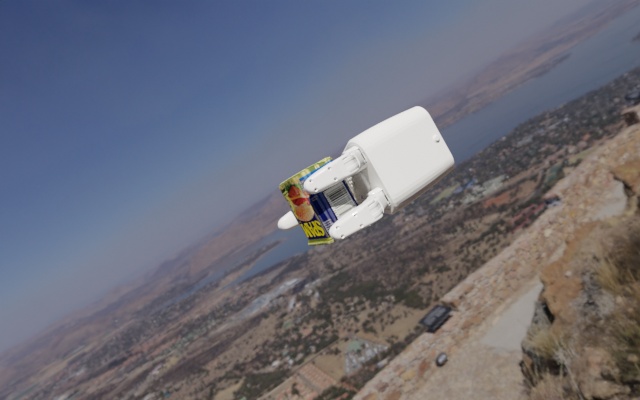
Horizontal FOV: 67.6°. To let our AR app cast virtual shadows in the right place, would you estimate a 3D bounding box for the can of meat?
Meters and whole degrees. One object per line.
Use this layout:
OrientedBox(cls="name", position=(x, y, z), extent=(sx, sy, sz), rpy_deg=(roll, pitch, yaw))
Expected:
OrientedBox(cls="can of meat", position=(0.000, 0.002, 0.555), extent=(0.057, 0.084, 0.102), rpy_deg=(-31, 4, -19))
